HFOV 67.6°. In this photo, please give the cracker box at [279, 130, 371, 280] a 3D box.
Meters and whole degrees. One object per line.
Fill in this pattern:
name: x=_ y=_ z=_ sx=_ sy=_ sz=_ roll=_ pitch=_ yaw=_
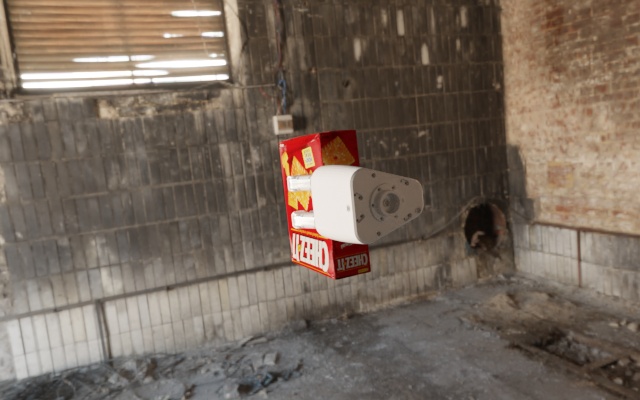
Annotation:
cracker box: x=0.000 y=0.002 z=0.757 sx=0.072 sy=0.214 sz=0.164 roll=-9 pitch=7 yaw=-25
